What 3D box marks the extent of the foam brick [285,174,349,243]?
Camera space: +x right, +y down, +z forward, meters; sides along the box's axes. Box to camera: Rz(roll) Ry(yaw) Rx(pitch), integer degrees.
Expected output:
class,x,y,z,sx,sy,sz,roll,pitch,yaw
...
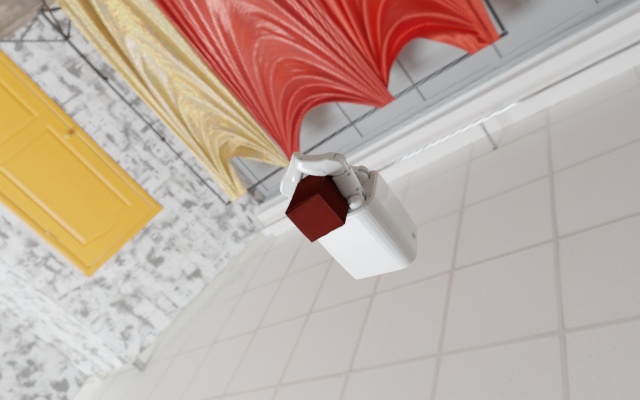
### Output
class,x,y,z,sx,sy,sz,roll,pitch,yaw
foam brick,0.000,0.002,0.574,0.053,0.051,0.078,-30,21,26
